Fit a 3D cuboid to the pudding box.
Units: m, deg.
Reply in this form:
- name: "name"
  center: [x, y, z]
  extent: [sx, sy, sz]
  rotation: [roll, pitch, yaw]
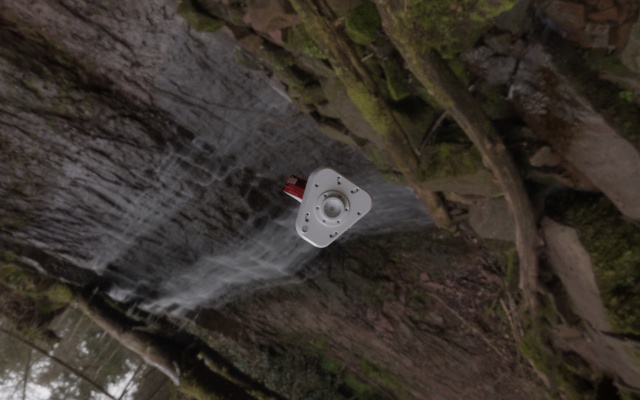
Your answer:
- name: "pudding box"
  center: [0.000, 0.003, 0.833]
  extent: [0.113, 0.039, 0.090]
  rotation: [36, -5, -31]
